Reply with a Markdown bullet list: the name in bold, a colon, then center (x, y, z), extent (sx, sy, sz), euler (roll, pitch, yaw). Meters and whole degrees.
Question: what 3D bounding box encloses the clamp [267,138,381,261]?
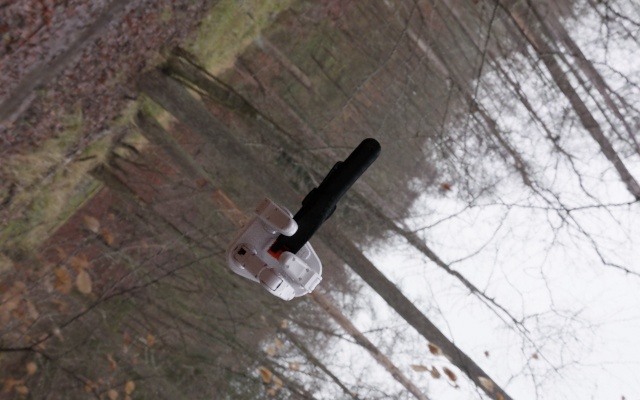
- **clamp**: center (0.000, 0.002, 0.566), extent (0.039, 0.171, 0.120), euler (42, -9, 1)
